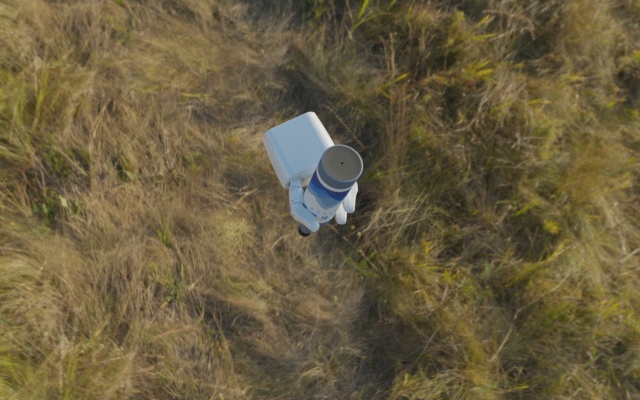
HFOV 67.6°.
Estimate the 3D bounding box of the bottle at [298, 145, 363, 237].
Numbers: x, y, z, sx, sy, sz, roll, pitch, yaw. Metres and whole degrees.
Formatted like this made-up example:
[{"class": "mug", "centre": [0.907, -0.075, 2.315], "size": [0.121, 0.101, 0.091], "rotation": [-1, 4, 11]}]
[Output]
[{"class": "bottle", "centre": [0.000, 0.003, 0.860], "size": [0.069, 0.069, 0.296], "rotation": [0, -24, -14]}]
